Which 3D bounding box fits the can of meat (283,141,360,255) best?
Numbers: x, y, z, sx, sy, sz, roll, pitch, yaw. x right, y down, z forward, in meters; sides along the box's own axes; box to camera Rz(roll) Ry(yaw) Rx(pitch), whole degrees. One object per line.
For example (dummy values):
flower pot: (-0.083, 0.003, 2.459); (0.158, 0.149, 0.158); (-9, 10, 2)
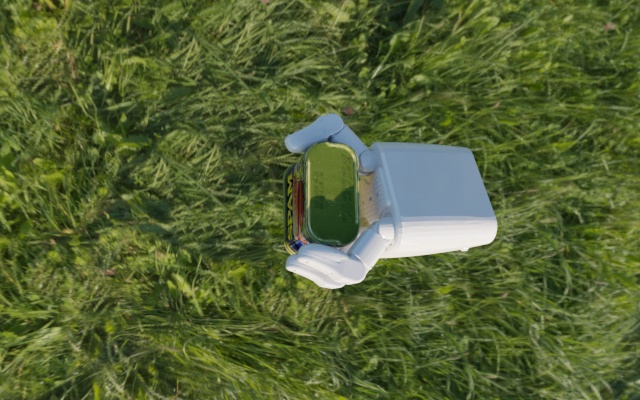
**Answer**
can of meat: (0.000, 0.001, 0.465); (0.057, 0.102, 0.084); (3, -13, -16)
